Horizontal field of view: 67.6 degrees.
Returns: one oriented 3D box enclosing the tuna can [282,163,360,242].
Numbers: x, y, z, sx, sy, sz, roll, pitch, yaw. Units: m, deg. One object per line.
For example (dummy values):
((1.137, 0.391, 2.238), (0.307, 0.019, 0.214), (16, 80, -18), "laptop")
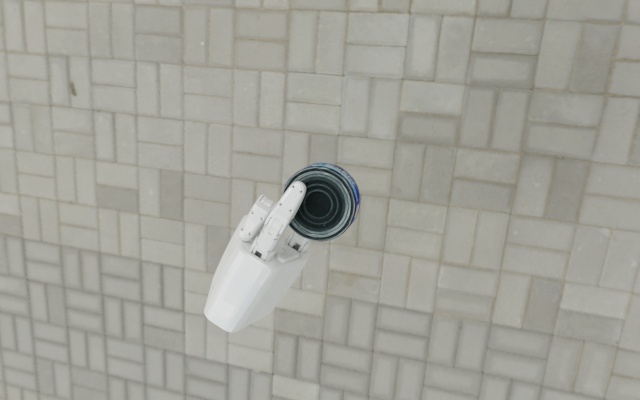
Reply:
((0.000, 0.002, 0.533), (0.086, 0.086, 0.033), (0, 10, 13), "tuna can")
